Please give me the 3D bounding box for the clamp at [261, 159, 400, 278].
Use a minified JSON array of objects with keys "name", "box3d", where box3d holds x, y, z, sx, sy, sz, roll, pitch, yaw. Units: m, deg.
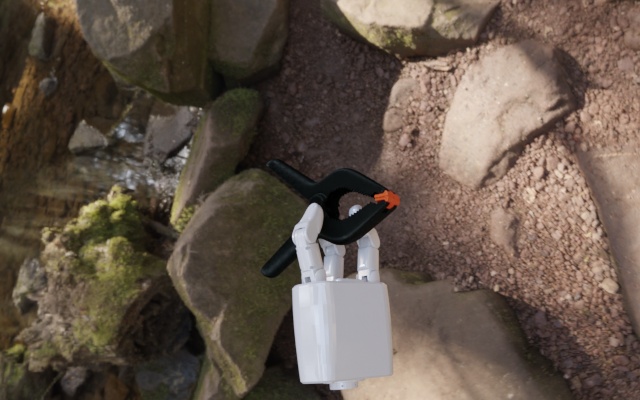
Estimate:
[{"name":"clamp","box3d":[0.000,0.002,0.604,0.210,0.164,0.036,-18,-21,35]}]
